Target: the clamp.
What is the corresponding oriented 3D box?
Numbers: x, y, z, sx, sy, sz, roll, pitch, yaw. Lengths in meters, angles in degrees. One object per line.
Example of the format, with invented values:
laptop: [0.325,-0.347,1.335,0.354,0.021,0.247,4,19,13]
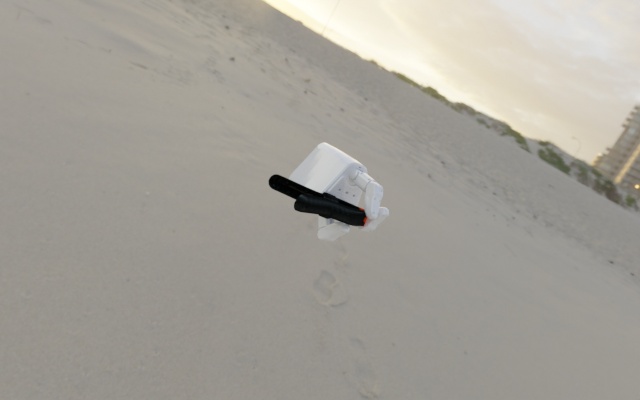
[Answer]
clamp: [0.001,0.002,0.754,0.171,0.039,0.120,20,15,-40]
